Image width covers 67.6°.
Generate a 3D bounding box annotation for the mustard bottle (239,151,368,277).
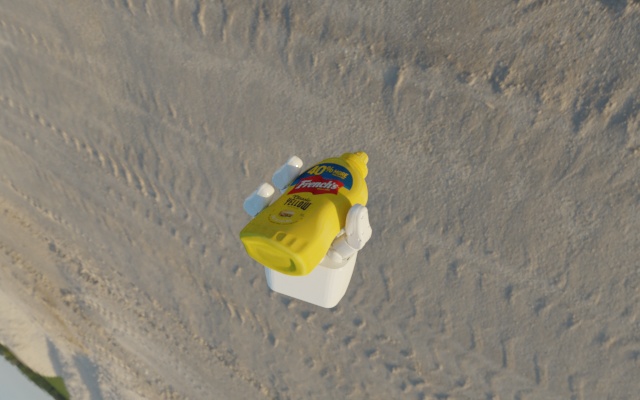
[{"bbox_3d":[0.000,0.002,0.563,0.096,0.058,0.191,13,46,37],"label":"mustard bottle"}]
